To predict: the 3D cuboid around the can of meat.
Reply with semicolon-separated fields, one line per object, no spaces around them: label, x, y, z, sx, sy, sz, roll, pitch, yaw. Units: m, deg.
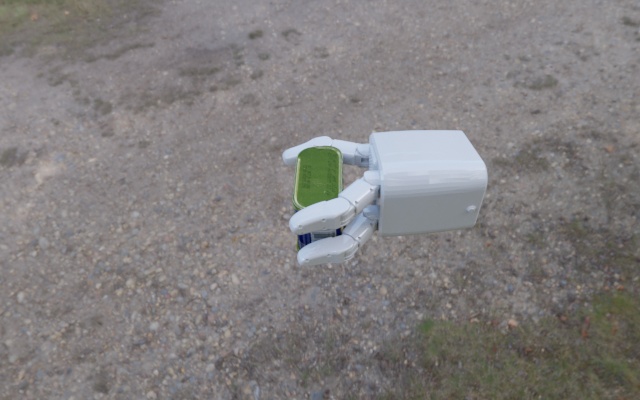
can of meat;0.000;0.001;0.529;0.057;0.102;0.084;-1;-41;3
